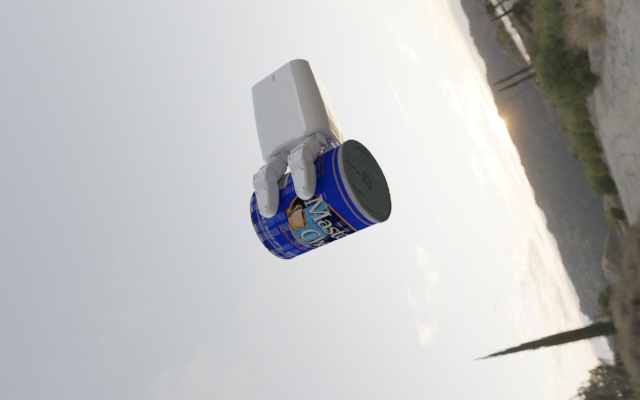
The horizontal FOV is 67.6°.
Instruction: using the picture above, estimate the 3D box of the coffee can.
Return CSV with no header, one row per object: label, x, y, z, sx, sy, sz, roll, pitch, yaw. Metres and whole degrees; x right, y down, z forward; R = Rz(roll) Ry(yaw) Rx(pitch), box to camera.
coffee can,0.000,0.002,0.578,0.140,0.102,0.103,-25,-13,29
